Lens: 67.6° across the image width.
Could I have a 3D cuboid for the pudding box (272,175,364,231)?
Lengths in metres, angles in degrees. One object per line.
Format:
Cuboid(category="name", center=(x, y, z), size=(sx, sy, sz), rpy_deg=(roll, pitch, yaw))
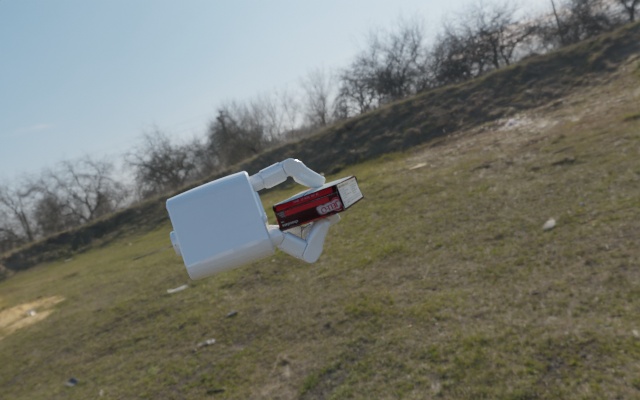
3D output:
Cuboid(category="pudding box", center=(0.000, 0.002, 0.624), size=(0.090, 0.039, 0.113), rpy_deg=(-18, 5, 19))
